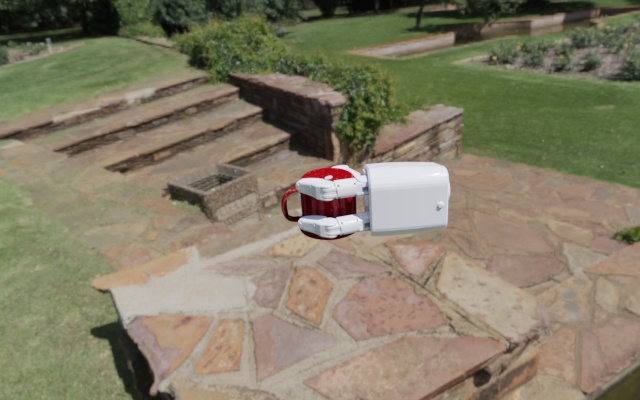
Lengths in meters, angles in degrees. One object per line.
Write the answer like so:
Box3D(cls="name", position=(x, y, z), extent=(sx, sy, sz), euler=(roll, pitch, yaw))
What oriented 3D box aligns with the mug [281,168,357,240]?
Box3D(cls="mug", position=(-0.001, 0.002, 0.709), extent=(0.117, 0.081, 0.093), euler=(-4, 24, 1))
